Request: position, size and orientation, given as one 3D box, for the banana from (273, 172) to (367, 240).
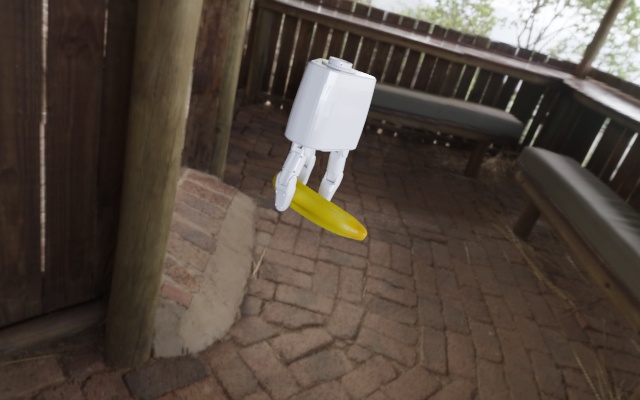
[{"bbox_3d":[-0.015,0.000,0.694,0.069,0.037,0.197,5,23,-43],"label":"banana"}]
